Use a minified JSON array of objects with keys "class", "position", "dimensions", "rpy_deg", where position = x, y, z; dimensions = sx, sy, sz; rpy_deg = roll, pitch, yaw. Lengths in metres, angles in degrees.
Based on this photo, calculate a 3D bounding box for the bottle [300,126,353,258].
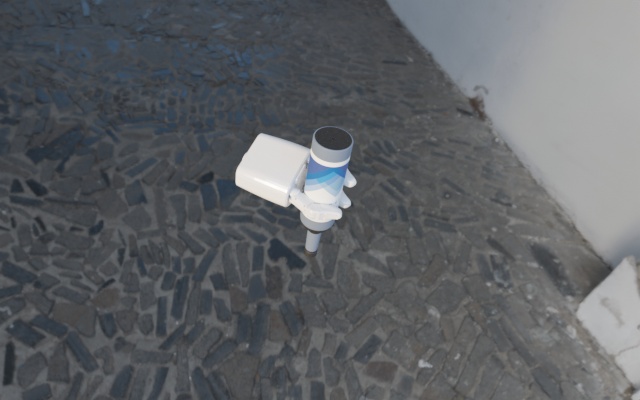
[{"class":"bottle","position":[0.000,0.003,0.877],"dimensions":[0.069,0.296,0.069],"rpy_deg":[6,44,-6]}]
